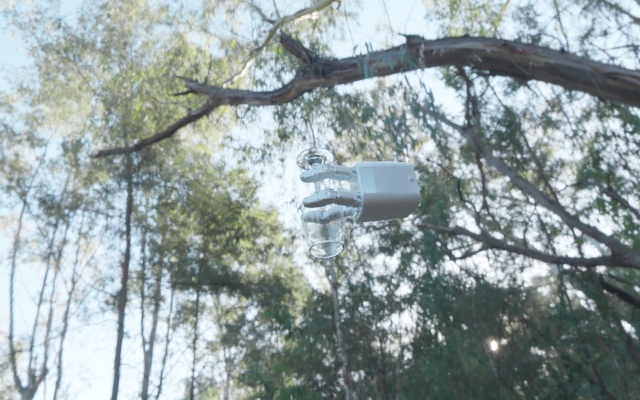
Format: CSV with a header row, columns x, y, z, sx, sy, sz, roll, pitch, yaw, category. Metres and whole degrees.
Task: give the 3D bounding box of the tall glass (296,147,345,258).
x,y,z,sx,sy,sz,roll,pitch,yaw,category
0.000,0.002,0.875,0.079,0.201,0.079,-5,-33,-3,tall glass
